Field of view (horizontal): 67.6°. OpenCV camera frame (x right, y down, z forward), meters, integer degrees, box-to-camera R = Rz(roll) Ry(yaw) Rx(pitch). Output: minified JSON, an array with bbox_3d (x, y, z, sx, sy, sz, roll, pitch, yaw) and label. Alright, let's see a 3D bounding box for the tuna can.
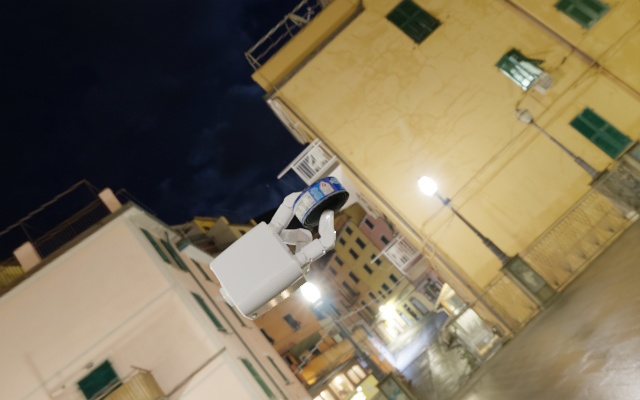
[{"bbox_3d":[0.000,0.002,0.728,0.086,0.033,0.086,-32,-20,-13],"label":"tuna can"}]
